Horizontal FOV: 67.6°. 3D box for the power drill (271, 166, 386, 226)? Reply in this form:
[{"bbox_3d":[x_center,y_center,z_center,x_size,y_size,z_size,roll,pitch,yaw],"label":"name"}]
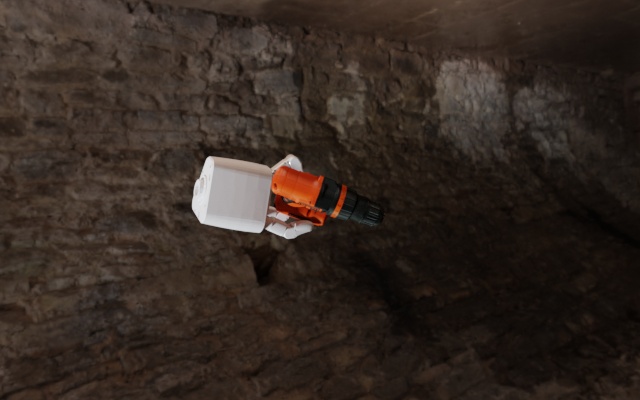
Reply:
[{"bbox_3d":[0.000,0.003,0.804,0.184,0.057,0.188,22,-12,-9],"label":"power drill"}]
